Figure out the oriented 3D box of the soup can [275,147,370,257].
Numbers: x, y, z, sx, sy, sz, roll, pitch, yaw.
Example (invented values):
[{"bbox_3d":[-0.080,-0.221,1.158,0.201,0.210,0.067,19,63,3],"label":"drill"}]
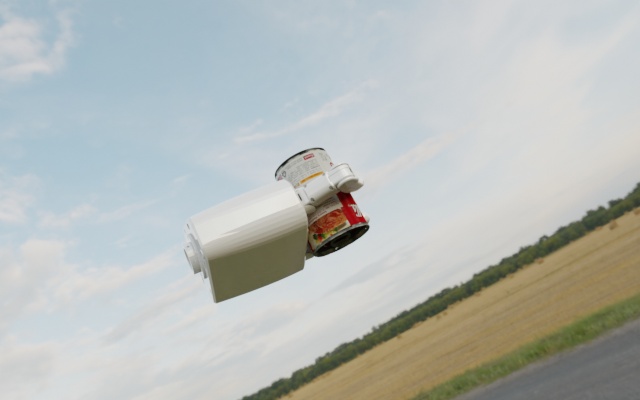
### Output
[{"bbox_3d":[0.000,0.001,0.524,0.068,0.102,0.068,-26,-18,-9],"label":"soup can"}]
